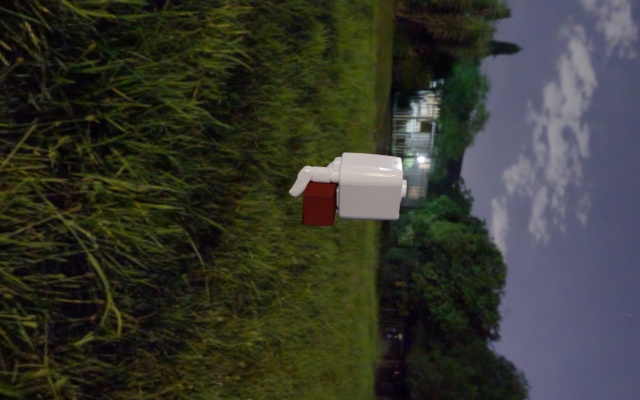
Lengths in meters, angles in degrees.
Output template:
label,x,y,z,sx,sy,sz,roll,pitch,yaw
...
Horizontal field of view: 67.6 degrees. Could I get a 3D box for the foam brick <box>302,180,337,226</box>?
label,x,y,z,sx,sy,sz,roll,pitch,yaw
foam brick,0.000,0.003,0.798,0.051,0.053,0.078,4,25,5
